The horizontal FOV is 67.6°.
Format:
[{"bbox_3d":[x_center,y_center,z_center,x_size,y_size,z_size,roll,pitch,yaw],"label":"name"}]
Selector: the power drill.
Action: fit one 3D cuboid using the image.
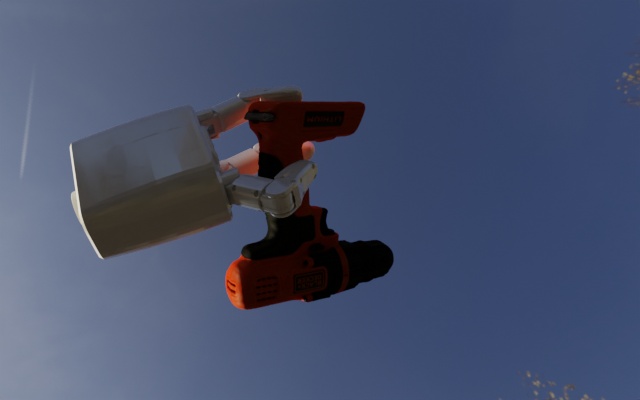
[{"bbox_3d":[0.000,0.001,0.450,0.184,0.188,0.057,-6,12,-36],"label":"power drill"}]
